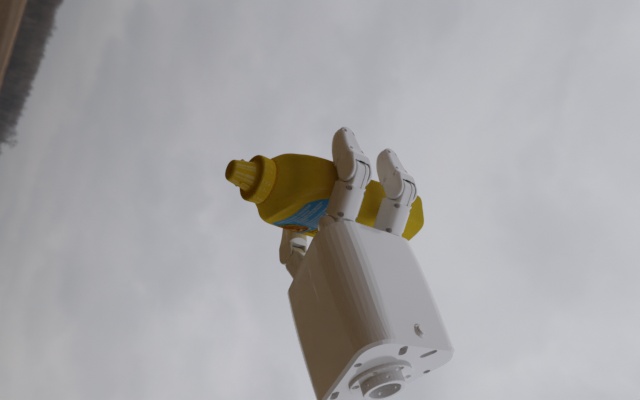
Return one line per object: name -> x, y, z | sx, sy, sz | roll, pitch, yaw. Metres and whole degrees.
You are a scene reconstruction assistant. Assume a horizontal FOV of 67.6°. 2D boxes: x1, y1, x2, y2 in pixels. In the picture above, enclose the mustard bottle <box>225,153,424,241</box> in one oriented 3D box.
mustard bottle -> 0.000, 0.001, 0.445 | 0.192, 0.058, 0.096 | 19, -31, -34
